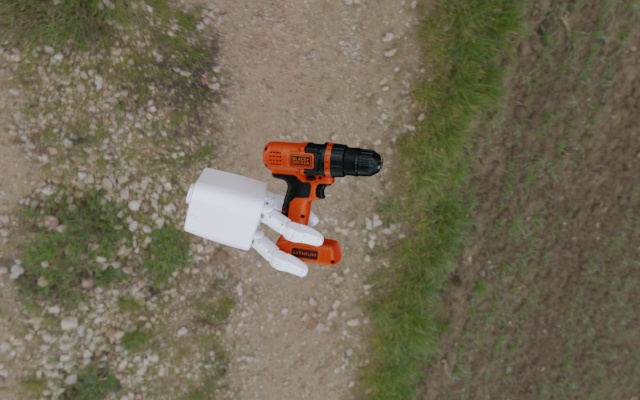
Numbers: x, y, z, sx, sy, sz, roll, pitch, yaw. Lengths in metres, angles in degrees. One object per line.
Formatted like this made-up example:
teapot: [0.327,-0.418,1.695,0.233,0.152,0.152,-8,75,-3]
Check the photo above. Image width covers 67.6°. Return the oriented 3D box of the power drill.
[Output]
power drill: [0.000,0.003,0.741,0.184,0.188,0.057,6,14,15]
